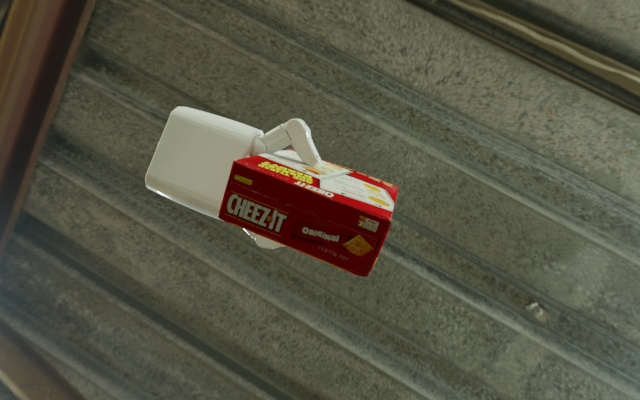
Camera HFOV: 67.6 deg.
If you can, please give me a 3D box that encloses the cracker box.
[{"bbox_3d":[0.000,0.002,0.558,0.164,0.072,0.213,21,13,7],"label":"cracker box"}]
